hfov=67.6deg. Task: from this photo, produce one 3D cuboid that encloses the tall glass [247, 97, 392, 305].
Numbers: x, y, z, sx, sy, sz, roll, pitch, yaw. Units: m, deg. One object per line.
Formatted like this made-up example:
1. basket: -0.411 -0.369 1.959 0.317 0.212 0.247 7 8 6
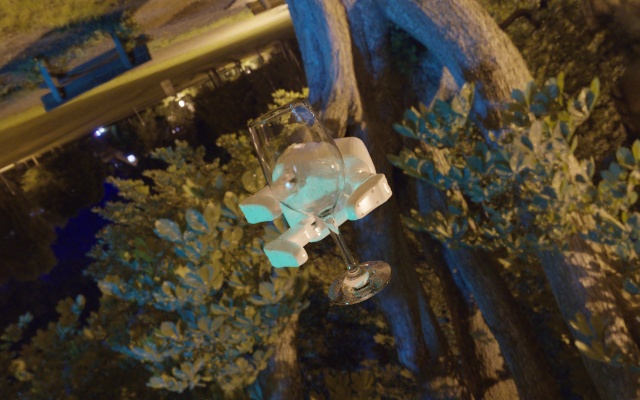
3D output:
1. tall glass: 0.000 0.002 0.478 0.079 0.201 0.079 -23 18 8
